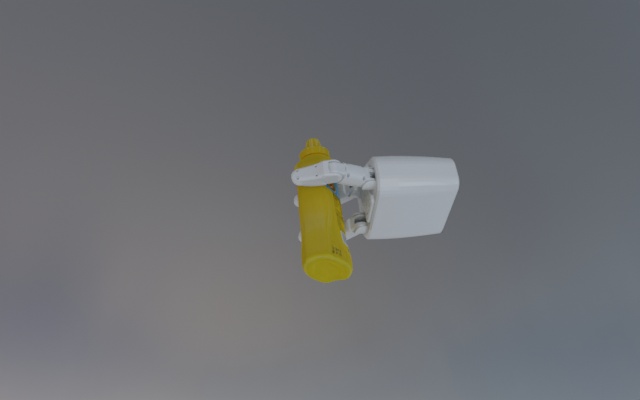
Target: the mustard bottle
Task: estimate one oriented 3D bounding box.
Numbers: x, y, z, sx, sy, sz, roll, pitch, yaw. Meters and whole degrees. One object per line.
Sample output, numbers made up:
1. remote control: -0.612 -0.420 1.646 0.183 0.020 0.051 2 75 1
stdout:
1. mustard bottle: 0.000 0.002 0.616 0.058 0.191 0.096 -13 -28 12
